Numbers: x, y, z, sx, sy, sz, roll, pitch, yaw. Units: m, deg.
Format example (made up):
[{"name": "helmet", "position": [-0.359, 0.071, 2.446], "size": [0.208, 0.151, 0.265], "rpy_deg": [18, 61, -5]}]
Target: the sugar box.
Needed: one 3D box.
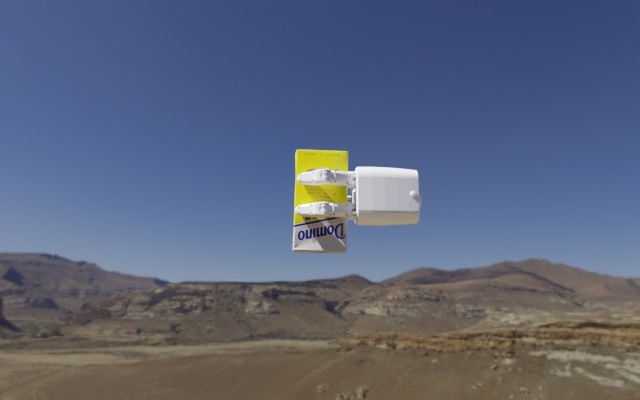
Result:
[{"name": "sugar box", "position": [0.000, 0.003, 0.829], "size": [0.093, 0.176, 0.048], "rpy_deg": [1, -13, -2]}]
